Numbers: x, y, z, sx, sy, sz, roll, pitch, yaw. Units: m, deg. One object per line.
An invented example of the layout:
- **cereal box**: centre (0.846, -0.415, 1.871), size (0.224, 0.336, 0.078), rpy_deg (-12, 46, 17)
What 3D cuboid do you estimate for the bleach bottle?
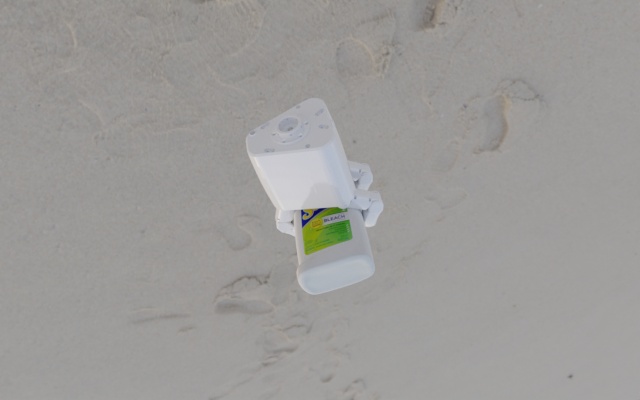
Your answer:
- **bleach bottle**: centre (0.000, 0.002, 0.680), size (0.102, 0.250, 0.068), rpy_deg (-18, -40, 5)
